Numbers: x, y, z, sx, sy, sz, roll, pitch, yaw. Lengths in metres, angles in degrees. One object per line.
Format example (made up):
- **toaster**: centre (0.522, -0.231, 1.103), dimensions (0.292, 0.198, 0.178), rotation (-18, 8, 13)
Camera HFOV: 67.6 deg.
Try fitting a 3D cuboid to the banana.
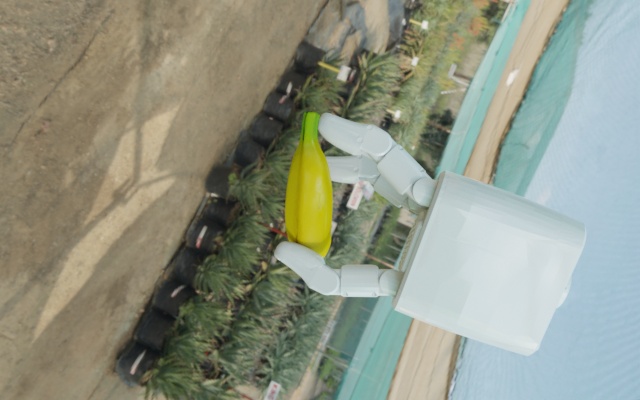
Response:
- **banana**: centre (-0.006, 0.015, 0.415), dimensions (0.037, 0.069, 0.198), rotation (16, -31, 9)
